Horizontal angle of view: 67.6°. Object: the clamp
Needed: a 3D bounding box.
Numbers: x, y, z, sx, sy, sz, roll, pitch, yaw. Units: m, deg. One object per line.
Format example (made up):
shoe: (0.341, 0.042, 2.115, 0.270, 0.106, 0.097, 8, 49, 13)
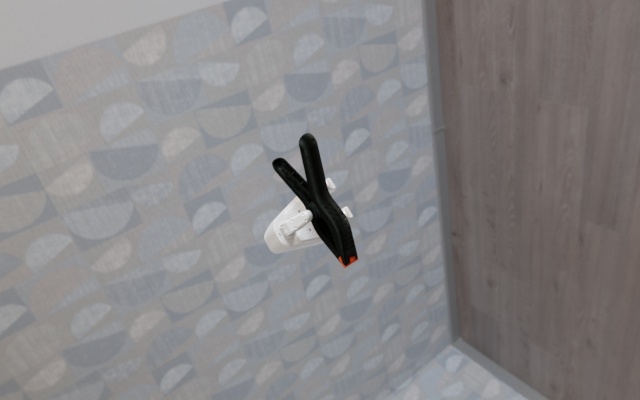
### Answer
clamp: (0.000, 0.003, 0.720, 0.036, 0.210, 0.164, -29, -4, -21)
